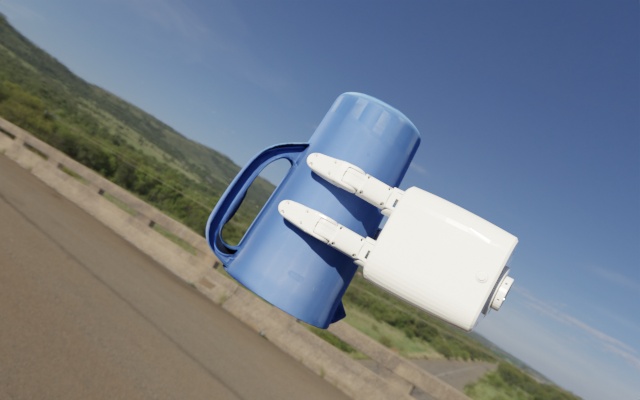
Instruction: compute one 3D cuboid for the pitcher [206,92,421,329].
[{"bbox_3d":[0.000,0.002,0.527,0.145,0.243,0.149,27,-6,28],"label":"pitcher"}]
